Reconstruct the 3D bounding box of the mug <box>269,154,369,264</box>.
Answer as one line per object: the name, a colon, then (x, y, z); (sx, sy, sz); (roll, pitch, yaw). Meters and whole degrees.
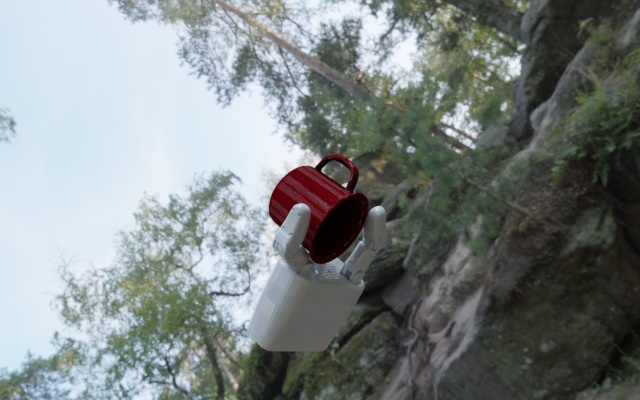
mug: (0.001, 0.000, 0.545); (0.081, 0.117, 0.093); (36, 17, 31)
